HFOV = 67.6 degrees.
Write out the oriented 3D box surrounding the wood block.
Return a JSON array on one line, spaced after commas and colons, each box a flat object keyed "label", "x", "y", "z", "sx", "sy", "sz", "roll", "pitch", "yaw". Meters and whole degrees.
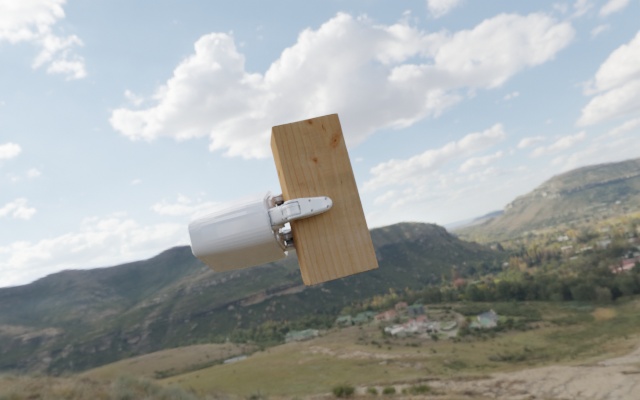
[{"label": "wood block", "x": 0.000, "y": 0.002, "z": 0.639, "sx": 0.090, "sy": 0.206, "sz": 0.091, "roll": -13, "pitch": -7, "yaw": -9}]
